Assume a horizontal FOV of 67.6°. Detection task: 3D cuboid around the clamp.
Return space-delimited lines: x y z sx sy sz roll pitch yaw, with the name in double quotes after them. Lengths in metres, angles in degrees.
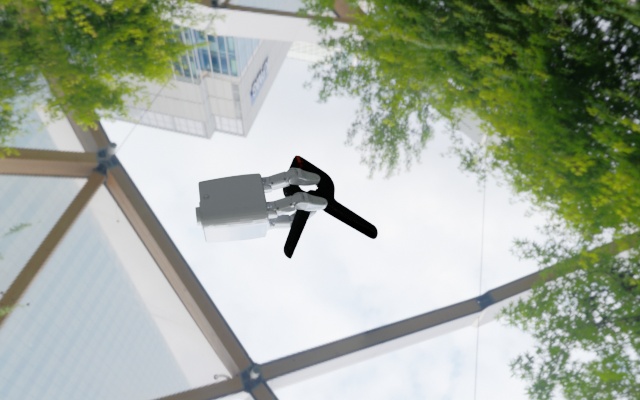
0.000 0.003 0.835 0.164 0.209 0.036 -5 -38 -15 "clamp"
